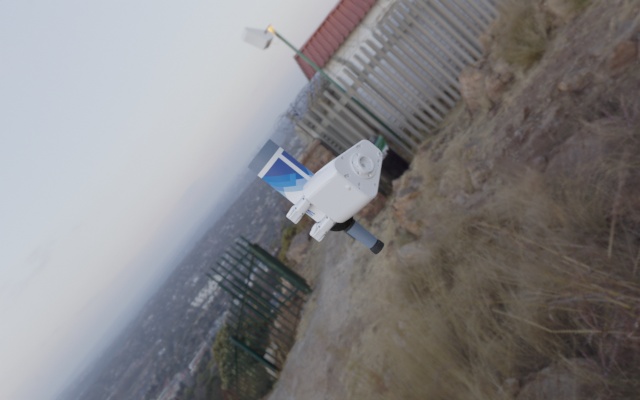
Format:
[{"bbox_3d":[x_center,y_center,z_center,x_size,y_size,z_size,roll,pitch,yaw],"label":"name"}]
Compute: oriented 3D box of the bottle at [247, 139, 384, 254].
[{"bbox_3d":[0.000,0.003,0.896,0.296,0.069,0.069,38,-7,-9],"label":"bottle"}]
